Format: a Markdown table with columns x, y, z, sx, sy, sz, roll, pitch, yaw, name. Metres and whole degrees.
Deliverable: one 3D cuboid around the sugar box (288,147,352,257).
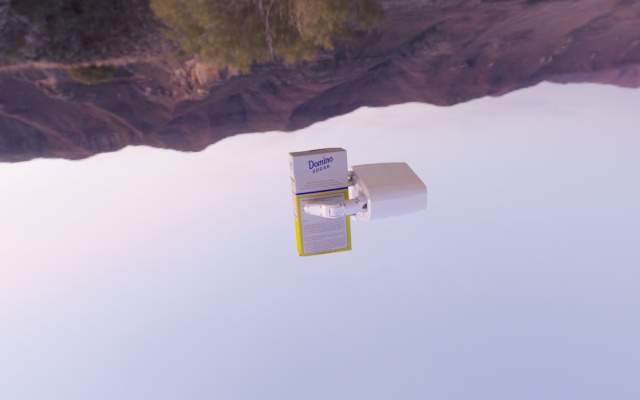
| x | y | z | sx | sy | sz | roll | pitch | yaw | name |
| --- | --- | --- | --- | --- | --- | --- | --- | --- | --- |
| 0.000 | 0.003 | 0.802 | 0.093 | 0.176 | 0.048 | -7 | 15 | -12 | sugar box |
